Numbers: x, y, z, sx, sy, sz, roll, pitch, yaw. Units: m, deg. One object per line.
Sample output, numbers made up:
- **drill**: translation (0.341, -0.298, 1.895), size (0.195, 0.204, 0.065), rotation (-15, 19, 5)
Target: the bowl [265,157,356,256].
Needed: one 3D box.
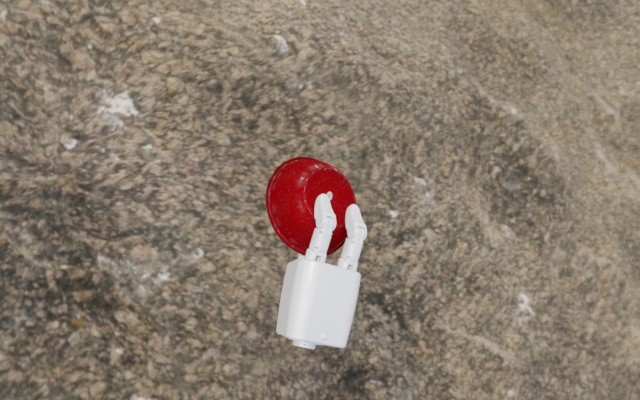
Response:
- **bowl**: translation (0.000, 0.001, 0.725), size (0.162, 0.162, 0.055), rotation (0, -15, -35)
